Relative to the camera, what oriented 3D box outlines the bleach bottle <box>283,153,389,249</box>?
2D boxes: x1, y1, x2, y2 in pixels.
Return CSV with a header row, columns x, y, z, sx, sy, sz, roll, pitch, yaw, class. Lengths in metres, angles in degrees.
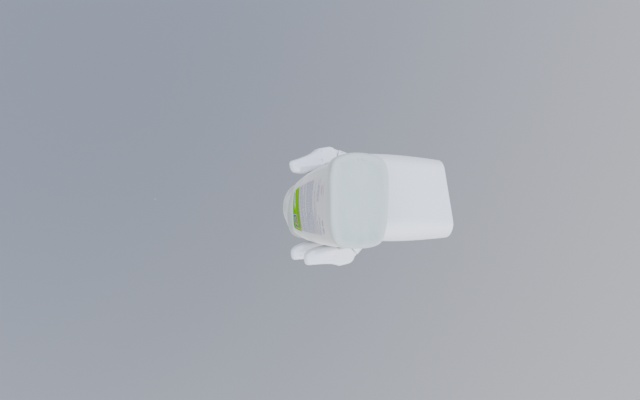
x,y,z,sx,sy,sz,roll,pitch,yaw,class
0.000,0.002,0.601,0.068,0.102,0.251,1,0,-19,bleach bottle
